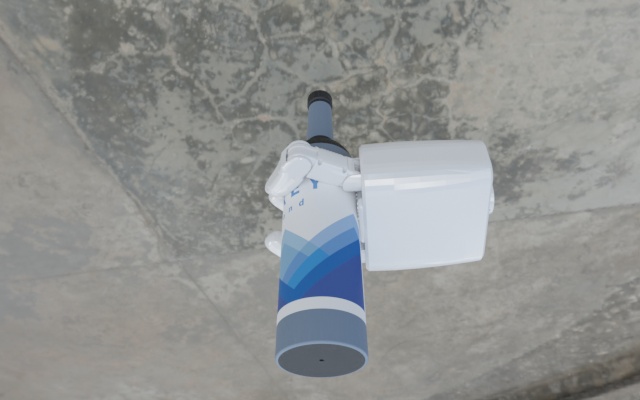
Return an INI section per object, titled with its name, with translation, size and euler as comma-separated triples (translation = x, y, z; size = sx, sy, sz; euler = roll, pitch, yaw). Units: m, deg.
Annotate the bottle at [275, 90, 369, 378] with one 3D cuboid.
[bottle]
translation = 0.000, 0.002, 0.432
size = 0.069, 0.295, 0.069
euler = 0, -40, 0
